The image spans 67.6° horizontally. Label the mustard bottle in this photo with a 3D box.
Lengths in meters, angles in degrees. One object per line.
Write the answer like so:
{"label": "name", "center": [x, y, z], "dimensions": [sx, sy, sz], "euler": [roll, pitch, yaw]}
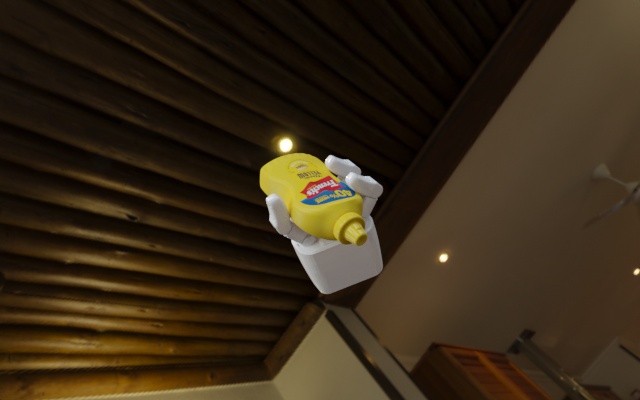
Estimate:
{"label": "mustard bottle", "center": [0.000, 0.002, 0.635], "dimensions": [0.096, 0.058, 0.191], "euler": [-13, 36, -29]}
